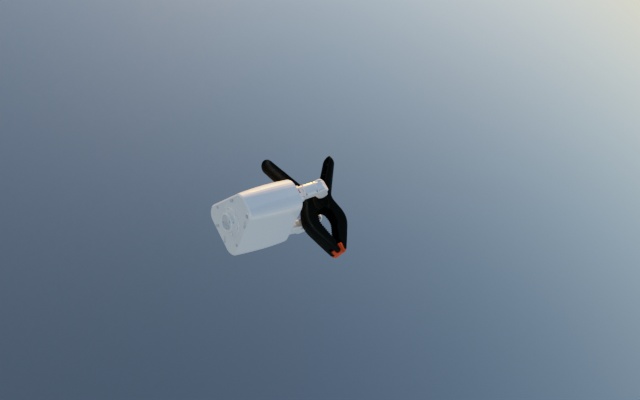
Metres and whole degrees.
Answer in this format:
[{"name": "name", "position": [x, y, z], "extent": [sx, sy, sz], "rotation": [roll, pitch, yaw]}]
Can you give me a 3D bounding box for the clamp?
[{"name": "clamp", "position": [0.001, 0.003, 0.879], "extent": [0.164, 0.210, 0.036], "rotation": [-17, -19, -42]}]
